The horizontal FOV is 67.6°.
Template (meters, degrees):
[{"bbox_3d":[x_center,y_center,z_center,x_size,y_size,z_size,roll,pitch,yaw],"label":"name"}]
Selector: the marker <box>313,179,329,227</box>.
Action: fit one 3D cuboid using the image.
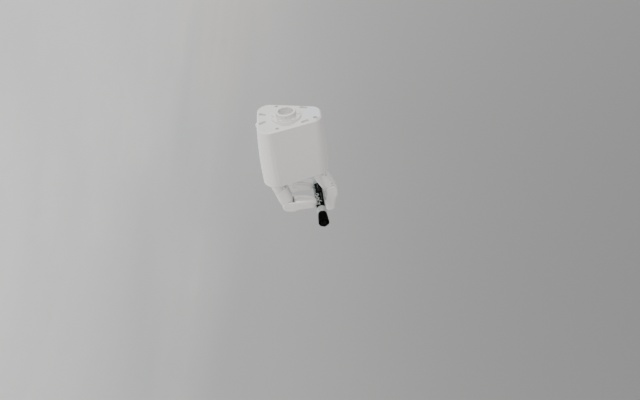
[{"bbox_3d":[0.000,0.003,0.854,0.020,0.020,0.121,0,39,-8],"label":"marker"}]
